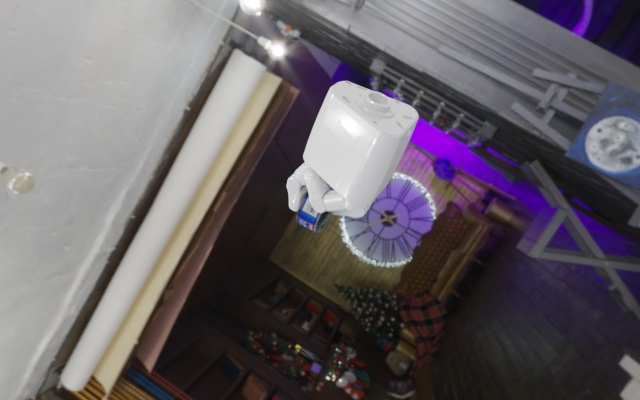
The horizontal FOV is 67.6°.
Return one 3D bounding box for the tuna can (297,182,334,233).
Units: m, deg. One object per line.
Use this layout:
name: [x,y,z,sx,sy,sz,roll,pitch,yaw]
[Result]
tuna can: [0.000,0.002,0.693,0.034,0.086,0.086,28,6,11]
